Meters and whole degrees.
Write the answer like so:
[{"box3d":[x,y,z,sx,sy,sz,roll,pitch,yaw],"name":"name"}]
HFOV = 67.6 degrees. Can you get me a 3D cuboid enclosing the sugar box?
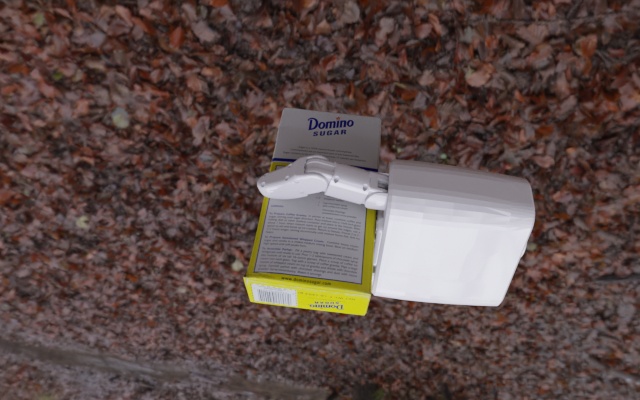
[{"box3d":[0.000,0.002,0.401,0.093,0.176,0.048,7,-37,3],"name":"sugar box"}]
